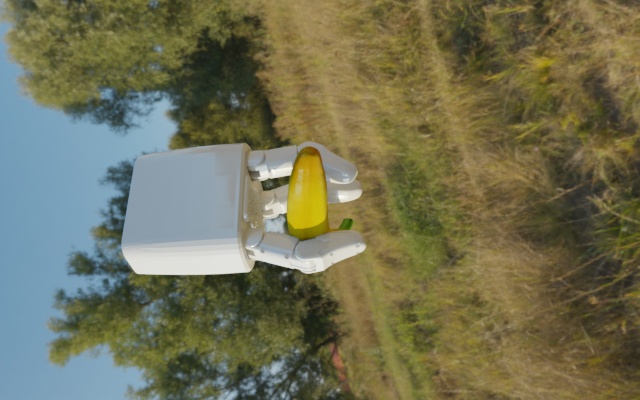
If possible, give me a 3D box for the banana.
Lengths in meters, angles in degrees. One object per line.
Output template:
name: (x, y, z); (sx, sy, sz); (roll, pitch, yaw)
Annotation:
banana: (-0.003, 0.020, 0.440); (0.037, 0.069, 0.198); (10, -17, 13)
